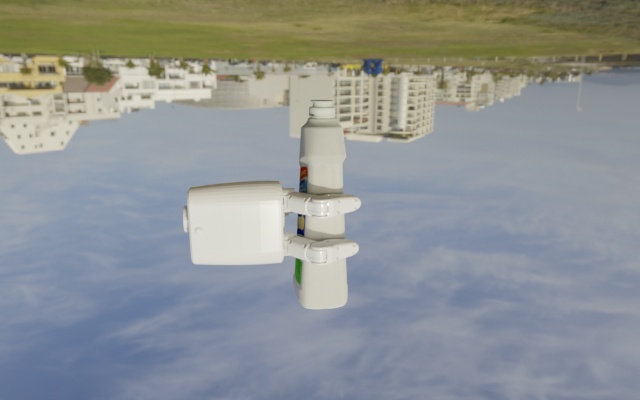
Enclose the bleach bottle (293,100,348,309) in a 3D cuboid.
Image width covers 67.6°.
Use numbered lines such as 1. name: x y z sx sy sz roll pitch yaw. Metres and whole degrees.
1. bleach bottle: 0.000 0.002 0.598 0.068 0.251 0.102 -2 15 -9
